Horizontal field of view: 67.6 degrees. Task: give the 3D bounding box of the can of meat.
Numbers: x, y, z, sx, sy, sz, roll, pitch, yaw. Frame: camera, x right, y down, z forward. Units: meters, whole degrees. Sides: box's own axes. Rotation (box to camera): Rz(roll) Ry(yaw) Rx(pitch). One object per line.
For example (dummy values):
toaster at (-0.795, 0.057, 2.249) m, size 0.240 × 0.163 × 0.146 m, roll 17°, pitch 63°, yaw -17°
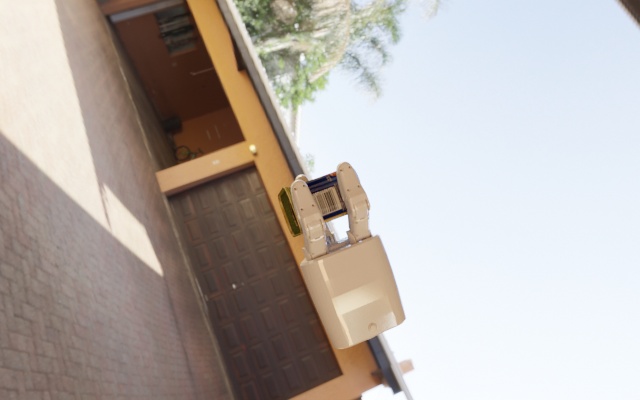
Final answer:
can of meat at (0.000, 0.002, 0.572) m, size 0.084 × 0.057 × 0.102 m, roll -20°, pitch -3°, yaw -11°
